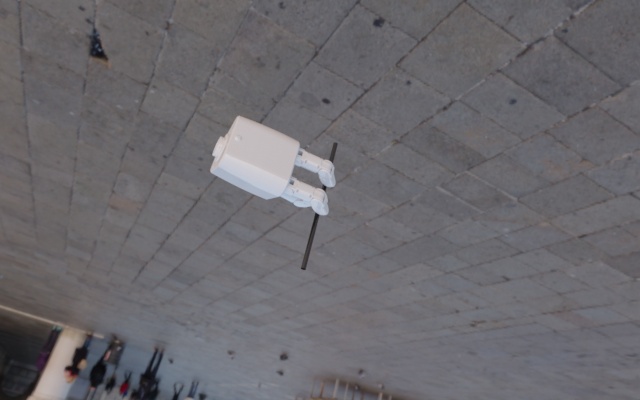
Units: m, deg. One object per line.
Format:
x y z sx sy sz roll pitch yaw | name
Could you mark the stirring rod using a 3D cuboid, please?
0.000 0.003 0.795 0.011 0.239 0.011 11 -27 6 | stirring rod
